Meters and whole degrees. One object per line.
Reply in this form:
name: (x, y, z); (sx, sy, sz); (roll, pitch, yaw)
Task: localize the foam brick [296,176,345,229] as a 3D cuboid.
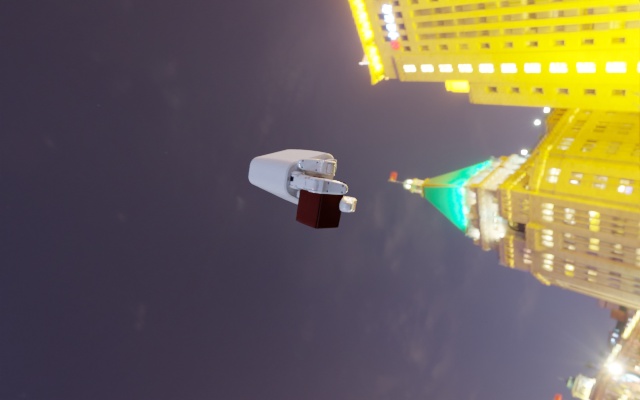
foam brick: (0.000, 0.003, 0.775); (0.053, 0.078, 0.051); (3, 8, -46)
